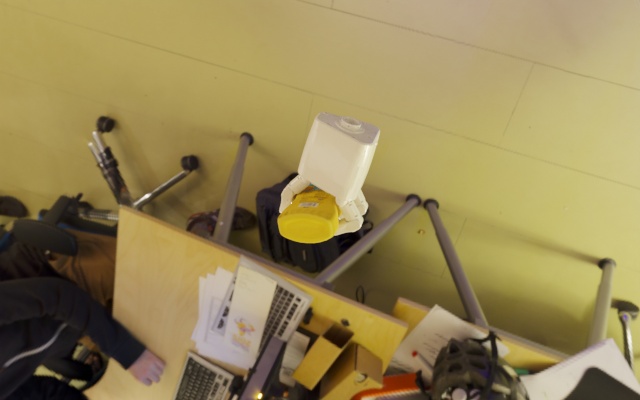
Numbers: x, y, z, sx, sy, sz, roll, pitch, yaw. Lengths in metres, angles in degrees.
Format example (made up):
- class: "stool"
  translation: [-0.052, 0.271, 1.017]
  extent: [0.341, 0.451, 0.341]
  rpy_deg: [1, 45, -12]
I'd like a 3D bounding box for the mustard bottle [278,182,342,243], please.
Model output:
- class: "mustard bottle"
  translation: [0.000, 0.003, 0.846]
  extent: [0.096, 0.058, 0.191]
  rpy_deg: [-1, 27, 18]
